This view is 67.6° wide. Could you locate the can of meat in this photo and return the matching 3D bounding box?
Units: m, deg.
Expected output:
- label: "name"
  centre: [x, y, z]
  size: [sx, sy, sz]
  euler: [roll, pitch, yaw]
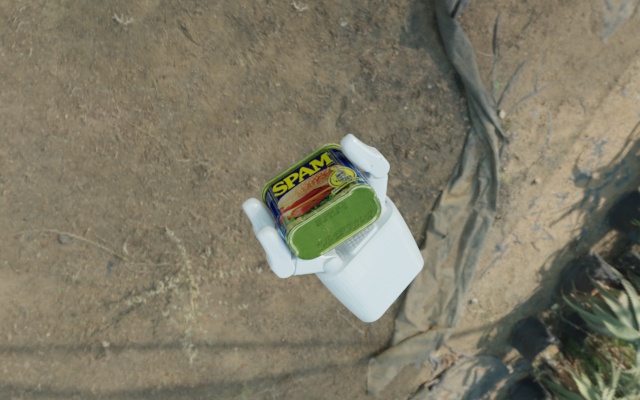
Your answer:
- label: "can of meat"
  centre: [0.000, 0.002, 0.479]
  size: [0.102, 0.057, 0.084]
  euler: [-33, 40, 0]
